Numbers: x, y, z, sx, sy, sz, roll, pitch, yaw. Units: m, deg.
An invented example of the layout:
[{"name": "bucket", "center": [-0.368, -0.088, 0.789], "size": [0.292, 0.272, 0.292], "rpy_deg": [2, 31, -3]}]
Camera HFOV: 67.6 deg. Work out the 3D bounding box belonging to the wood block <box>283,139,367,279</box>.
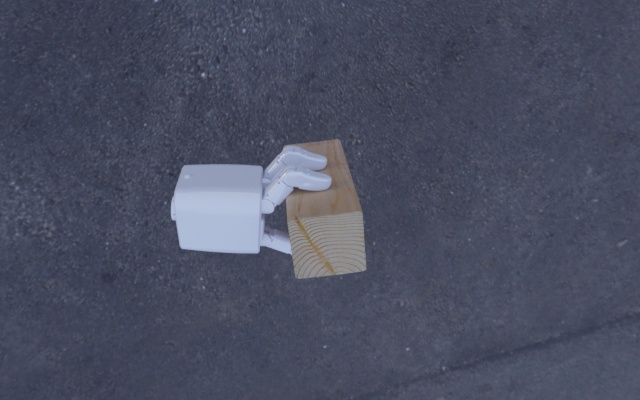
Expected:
[{"name": "wood block", "center": [0.000, 0.003, 0.652], "size": [0.090, 0.091, 0.206], "rpy_deg": [-7, 32, -2]}]
